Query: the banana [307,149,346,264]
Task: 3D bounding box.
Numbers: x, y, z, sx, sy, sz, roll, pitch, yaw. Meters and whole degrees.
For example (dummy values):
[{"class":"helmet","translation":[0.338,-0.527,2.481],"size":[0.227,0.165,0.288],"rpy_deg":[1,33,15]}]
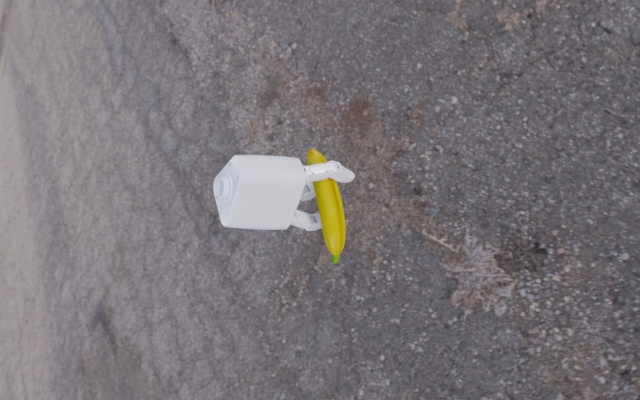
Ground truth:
[{"class":"banana","translation":[0.008,0.001,0.771],"size":[0.037,0.197,0.070],"rpy_deg":[-5,-13,-25]}]
